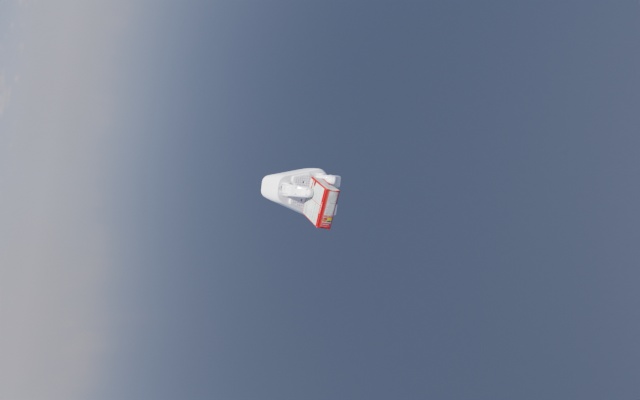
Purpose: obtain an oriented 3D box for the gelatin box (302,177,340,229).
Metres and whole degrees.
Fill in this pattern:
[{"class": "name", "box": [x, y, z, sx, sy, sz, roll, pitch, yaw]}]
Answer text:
[{"class": "gelatin box", "box": [0.000, 0.003, 0.869, 0.030, 0.073, 0.089, 9, 14, -22]}]
